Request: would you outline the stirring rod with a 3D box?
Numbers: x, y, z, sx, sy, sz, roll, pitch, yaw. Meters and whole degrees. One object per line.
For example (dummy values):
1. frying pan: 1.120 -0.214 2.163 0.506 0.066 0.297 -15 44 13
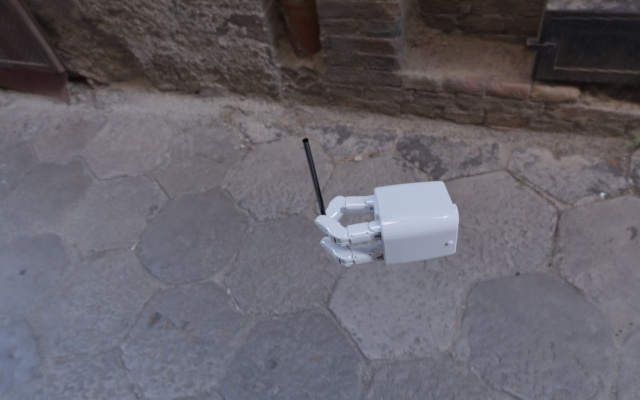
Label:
1. stirring rod: 0.000 0.002 0.677 0.011 0.011 0.240 0 -39 12
